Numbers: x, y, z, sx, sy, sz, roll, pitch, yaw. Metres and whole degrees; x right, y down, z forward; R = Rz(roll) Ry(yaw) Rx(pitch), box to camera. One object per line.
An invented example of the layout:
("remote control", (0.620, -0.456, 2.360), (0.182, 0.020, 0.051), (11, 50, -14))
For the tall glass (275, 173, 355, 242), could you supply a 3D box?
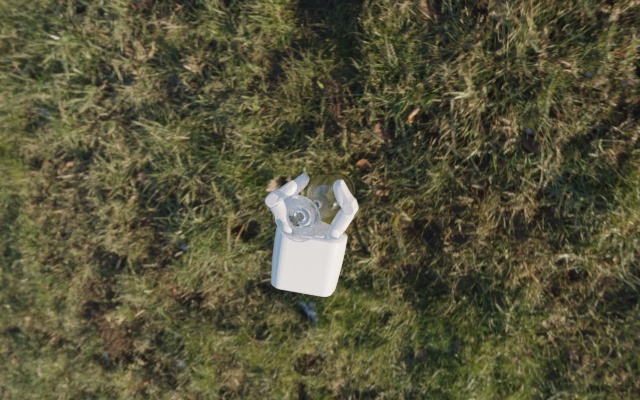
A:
("tall glass", (0.000, 0.003, 0.798), (0.079, 0.079, 0.201), (0, 15, 21))
